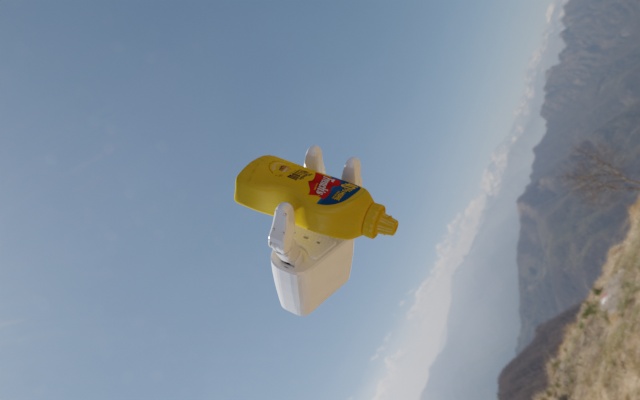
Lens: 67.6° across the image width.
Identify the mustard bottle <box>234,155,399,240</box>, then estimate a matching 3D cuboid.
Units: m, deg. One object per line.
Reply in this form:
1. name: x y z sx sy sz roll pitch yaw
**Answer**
1. mustard bottle: 0.000 0.001 0.568 0.191 0.058 0.096 20 27 20
